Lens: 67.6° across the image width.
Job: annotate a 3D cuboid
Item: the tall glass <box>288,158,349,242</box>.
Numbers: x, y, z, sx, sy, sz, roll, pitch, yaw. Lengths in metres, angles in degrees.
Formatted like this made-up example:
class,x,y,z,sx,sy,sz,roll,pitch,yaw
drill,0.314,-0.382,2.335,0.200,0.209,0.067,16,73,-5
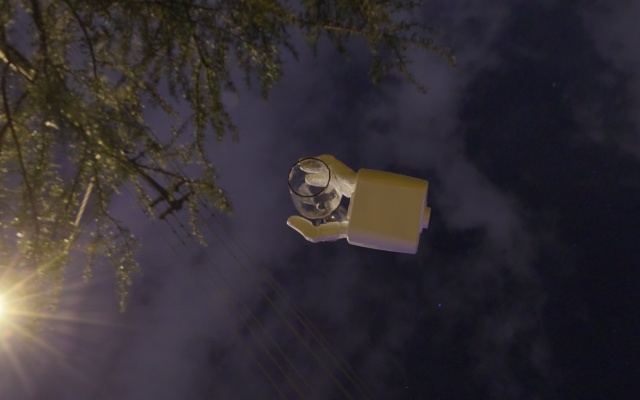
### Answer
class,x,y,z,sx,sy,sz,roll,pitch,yaw
tall glass,0.000,0.003,0.766,0.079,0.079,0.201,0,-21,11
